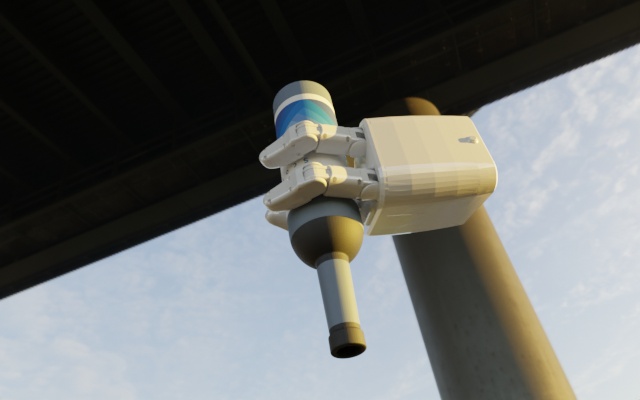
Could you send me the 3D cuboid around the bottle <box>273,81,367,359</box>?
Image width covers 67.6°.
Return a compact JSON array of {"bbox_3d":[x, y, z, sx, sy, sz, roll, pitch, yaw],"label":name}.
[{"bbox_3d":[0.000,0.001,0.447,0.069,0.295,0.069,-6,-41,-5],"label":"bottle"}]
